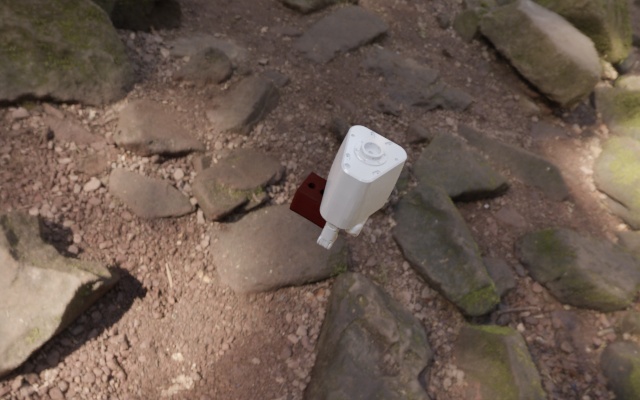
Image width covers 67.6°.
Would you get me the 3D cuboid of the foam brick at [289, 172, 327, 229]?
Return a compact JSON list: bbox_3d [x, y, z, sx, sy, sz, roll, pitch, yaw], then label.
[{"bbox_3d":[0.000,0.002,0.760,0.078,0.051,0.053,30,49,8],"label":"foam brick"}]
